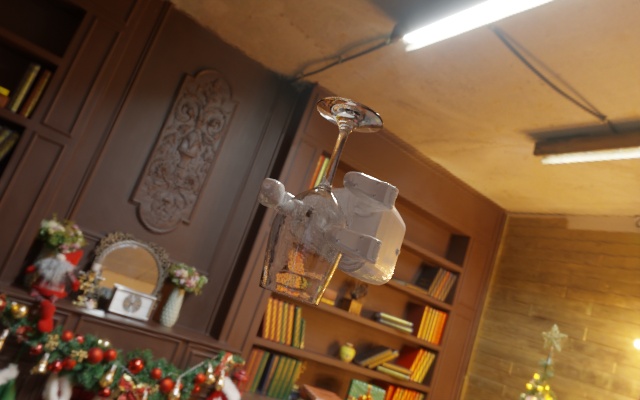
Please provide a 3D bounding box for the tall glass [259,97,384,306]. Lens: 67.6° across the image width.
[{"bbox_3d":[0.000,0.001,0.487,0.079,0.201,0.079,18,-12,4],"label":"tall glass"}]
